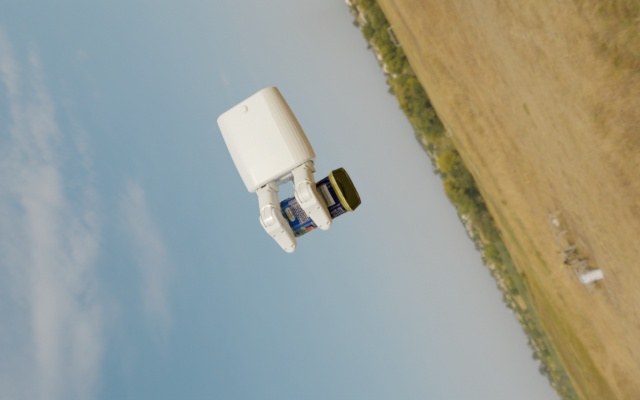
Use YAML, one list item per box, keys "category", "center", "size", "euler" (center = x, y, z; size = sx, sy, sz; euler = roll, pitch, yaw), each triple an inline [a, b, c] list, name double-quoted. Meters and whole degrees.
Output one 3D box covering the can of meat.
- category: "can of meat"
  center: [0.000, 0.002, 0.633]
  size: [0.084, 0.057, 0.102]
  euler: [-28, 1, 14]
